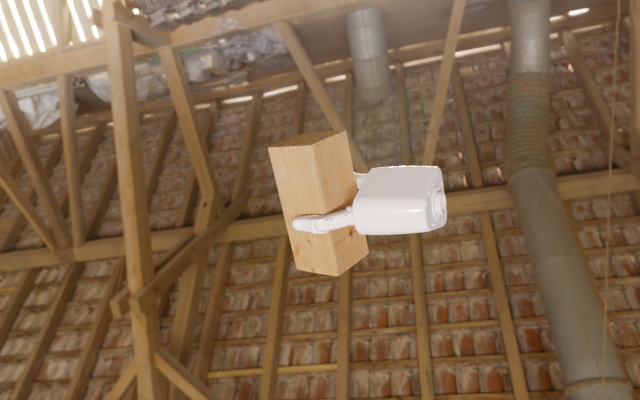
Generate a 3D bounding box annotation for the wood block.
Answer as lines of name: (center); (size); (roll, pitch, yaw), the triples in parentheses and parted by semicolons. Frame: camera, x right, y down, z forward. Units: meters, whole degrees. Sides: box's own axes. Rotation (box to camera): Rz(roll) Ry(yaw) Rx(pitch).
wood block: (0.000, 0.003, 0.749); (0.090, 0.206, 0.091); (3, 22, 41)
